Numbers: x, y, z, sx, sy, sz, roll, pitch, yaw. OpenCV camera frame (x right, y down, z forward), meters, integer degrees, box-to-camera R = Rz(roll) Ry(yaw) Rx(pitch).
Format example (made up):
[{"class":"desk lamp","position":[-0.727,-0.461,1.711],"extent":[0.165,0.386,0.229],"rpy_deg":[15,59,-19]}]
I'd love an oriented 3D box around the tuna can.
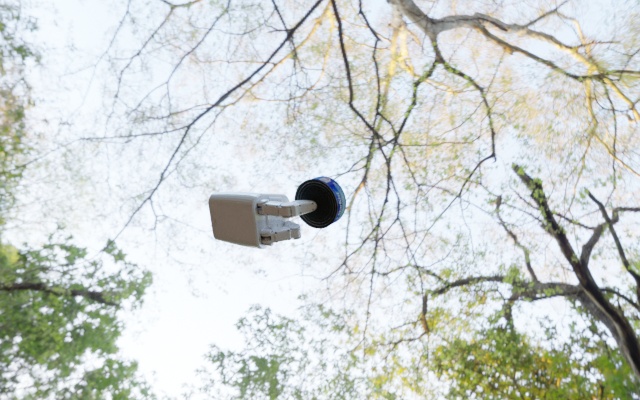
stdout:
[{"class":"tuna can","position":[0.000,0.003,0.808],"extent":[0.086,0.086,0.033],"rpy_deg":[0,14,33]}]
